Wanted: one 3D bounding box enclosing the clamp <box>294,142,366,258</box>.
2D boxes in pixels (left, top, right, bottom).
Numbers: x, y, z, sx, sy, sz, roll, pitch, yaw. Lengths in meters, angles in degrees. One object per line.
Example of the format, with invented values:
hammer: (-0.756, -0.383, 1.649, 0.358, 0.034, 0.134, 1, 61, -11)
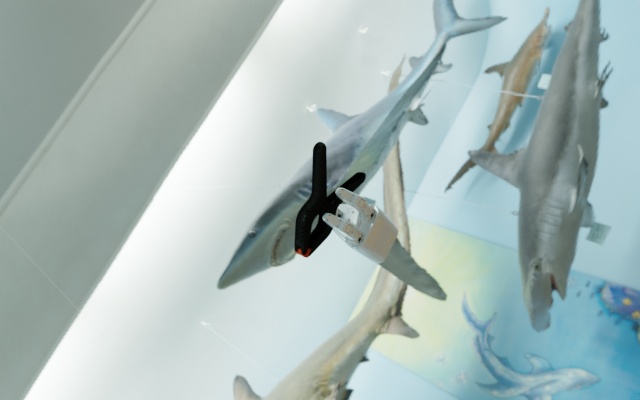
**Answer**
clamp: (-0.001, 0.003, 0.898, 0.036, 0.210, 0.165, 20, -13, 41)
